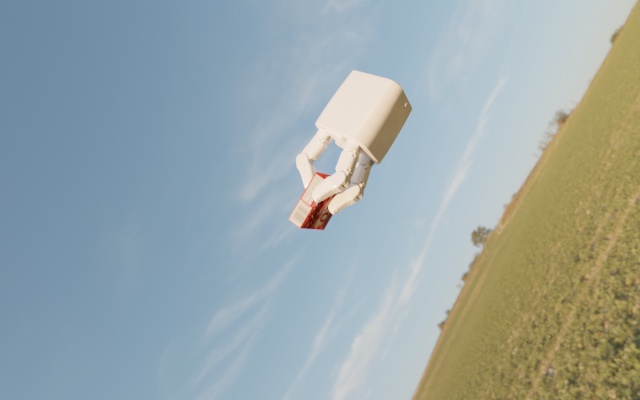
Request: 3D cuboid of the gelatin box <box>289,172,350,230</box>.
[{"bbox_3d":[0.000,0.002,0.744,0.030,0.089,0.073,37,13,27],"label":"gelatin box"}]
